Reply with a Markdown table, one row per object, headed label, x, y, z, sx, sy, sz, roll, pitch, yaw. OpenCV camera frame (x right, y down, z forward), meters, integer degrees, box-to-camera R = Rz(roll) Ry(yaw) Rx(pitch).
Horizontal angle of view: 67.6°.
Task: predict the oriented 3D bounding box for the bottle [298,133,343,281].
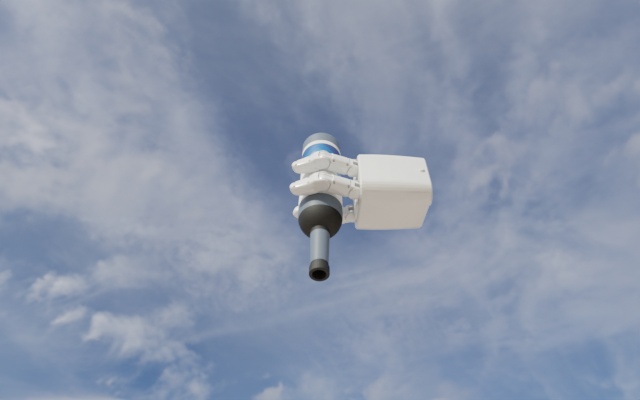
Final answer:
| label | x | y | z | sx | sy | sz | roll | pitch | yaw |
| --- | --- | --- | --- | --- | --- | --- | --- | --- | --- |
| bottle | 0.000 | 0.002 | 0.732 | 0.069 | 0.069 | 0.295 | 0 | 40 | 1 |
